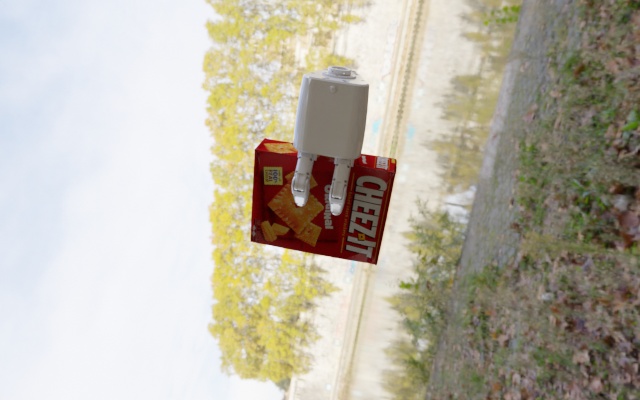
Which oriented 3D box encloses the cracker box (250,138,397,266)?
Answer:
[{"bbox_3d":[0.000,0.002,0.755,0.213,0.164,0.072,10,25,6],"label":"cracker box"}]
